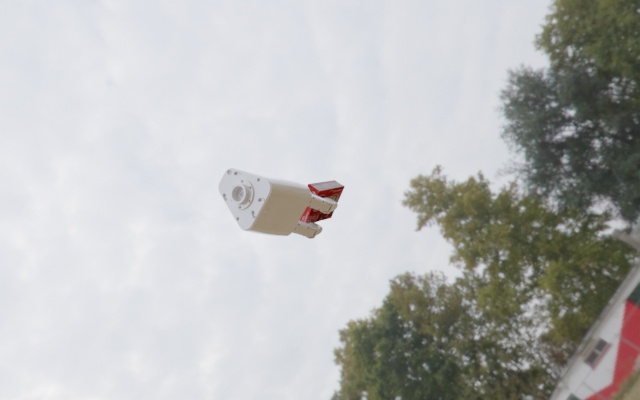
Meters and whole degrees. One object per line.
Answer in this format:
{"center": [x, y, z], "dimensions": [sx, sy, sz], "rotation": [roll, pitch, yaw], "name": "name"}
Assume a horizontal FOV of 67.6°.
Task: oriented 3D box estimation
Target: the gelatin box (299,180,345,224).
{"center": [0.000, 0.003, 0.894], "dimensions": [0.030, 0.073, 0.089], "rotation": [34, 25, 26], "name": "gelatin box"}
